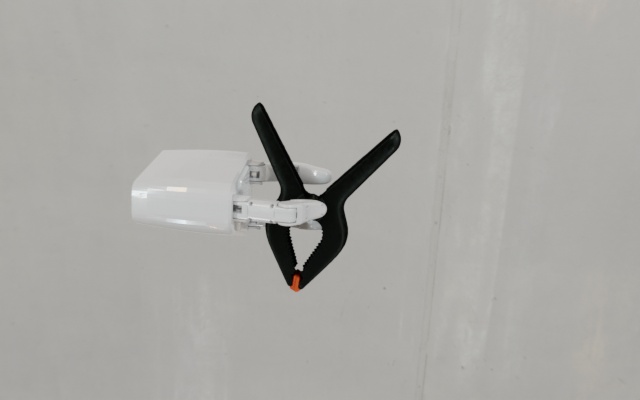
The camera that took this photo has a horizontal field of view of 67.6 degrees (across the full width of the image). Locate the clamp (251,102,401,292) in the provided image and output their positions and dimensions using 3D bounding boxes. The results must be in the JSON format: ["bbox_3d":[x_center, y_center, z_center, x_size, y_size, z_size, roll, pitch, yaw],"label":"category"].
[{"bbox_3d":[0.000,0.002,0.536,0.164,0.210,0.036,5,12,4],"label":"clamp"}]
